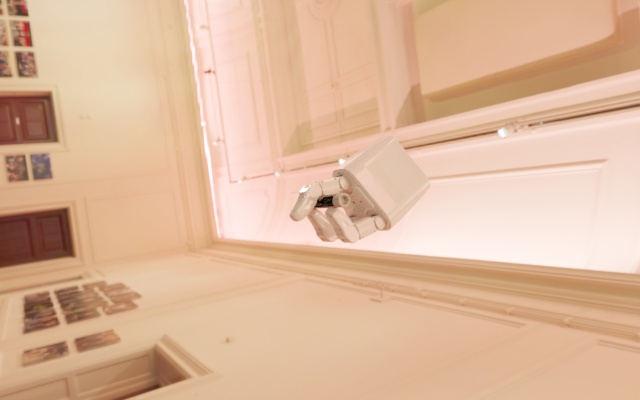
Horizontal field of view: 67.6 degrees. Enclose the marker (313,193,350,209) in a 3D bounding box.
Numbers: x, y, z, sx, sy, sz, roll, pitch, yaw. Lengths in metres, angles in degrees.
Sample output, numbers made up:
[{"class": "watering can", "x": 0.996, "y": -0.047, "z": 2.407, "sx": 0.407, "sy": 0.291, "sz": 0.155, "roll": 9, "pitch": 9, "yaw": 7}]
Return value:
[{"class": "marker", "x": 0.000, "y": 0.002, "z": 0.672, "sx": 0.020, "sy": 0.020, "sz": 0.121, "roll": 0, "pitch": -3, "yaw": -31}]
